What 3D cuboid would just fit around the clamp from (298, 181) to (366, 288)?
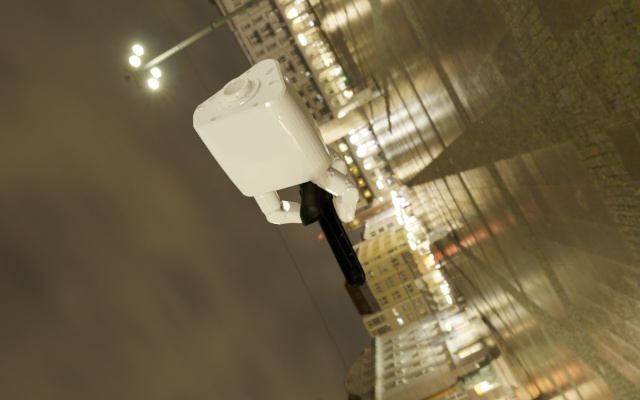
[{"bbox_3d":[-0.001,0.002,0.605,0.036,0.165,0.209,-25,42,6],"label":"clamp"}]
